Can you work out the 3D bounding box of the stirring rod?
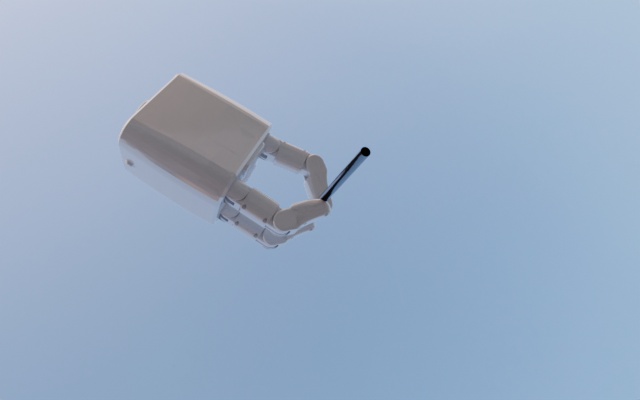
[{"bbox_3d":[0.000,0.001,0.463,0.011,0.011,0.240,0,-18,-17],"label":"stirring rod"}]
